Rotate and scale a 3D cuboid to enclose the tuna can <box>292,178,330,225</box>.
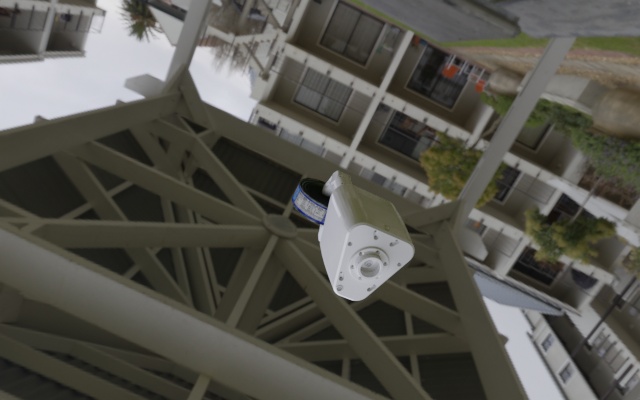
[{"bbox_3d":[0.000,0.003,0.739,0.086,0.034,0.086,24,24,-11],"label":"tuna can"}]
